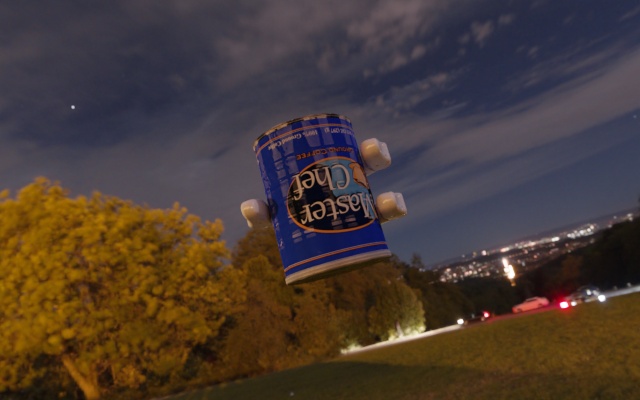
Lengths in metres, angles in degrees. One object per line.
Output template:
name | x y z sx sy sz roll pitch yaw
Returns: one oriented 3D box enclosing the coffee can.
coffee can | 0.000 0.002 0.466 0.103 0.140 0.103 -15 -12 -3
